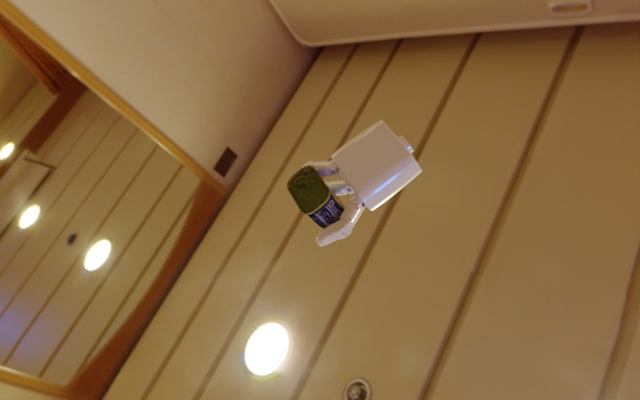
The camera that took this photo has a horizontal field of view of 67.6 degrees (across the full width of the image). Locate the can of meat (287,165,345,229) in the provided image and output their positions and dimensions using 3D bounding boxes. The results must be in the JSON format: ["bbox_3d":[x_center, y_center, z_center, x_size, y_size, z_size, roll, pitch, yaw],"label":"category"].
[{"bbox_3d":[0.000,0.003,0.796,0.084,0.057,0.102,46,7,-42],"label":"can of meat"}]
